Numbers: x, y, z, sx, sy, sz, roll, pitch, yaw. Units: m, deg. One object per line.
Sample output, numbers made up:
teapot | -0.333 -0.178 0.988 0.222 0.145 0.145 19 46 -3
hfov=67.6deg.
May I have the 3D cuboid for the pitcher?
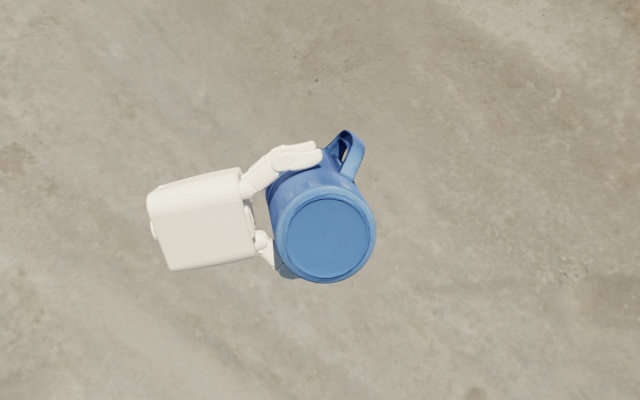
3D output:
pitcher | 0.000 0.002 0.603 0.145 0.149 0.242 -12 14 -3
